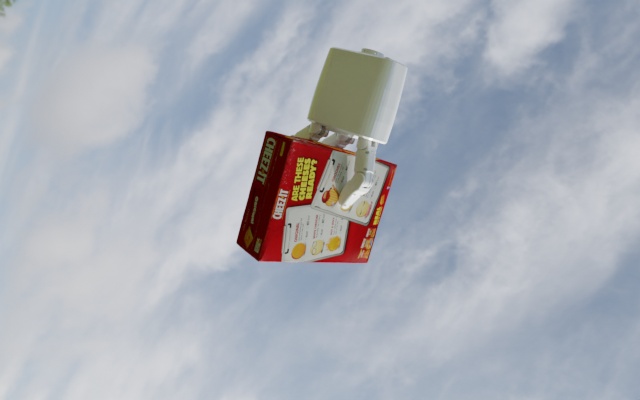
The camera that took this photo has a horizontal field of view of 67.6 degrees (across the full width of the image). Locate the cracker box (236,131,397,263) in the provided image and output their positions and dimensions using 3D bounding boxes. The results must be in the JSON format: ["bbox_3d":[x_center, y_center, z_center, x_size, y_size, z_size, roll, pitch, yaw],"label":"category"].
[{"bbox_3d":[0.000,0.002,0.687,0.214,0.164,0.072,8,12,-43],"label":"cracker box"}]
